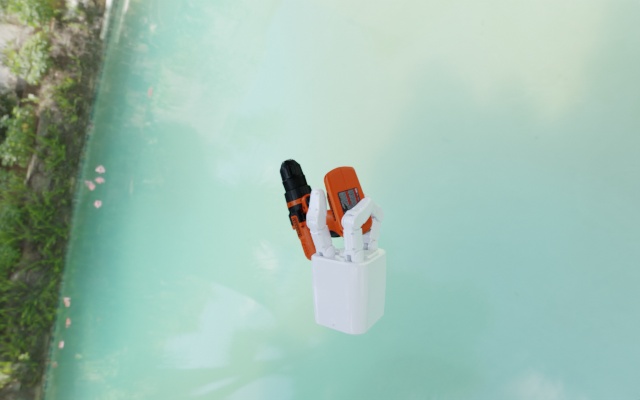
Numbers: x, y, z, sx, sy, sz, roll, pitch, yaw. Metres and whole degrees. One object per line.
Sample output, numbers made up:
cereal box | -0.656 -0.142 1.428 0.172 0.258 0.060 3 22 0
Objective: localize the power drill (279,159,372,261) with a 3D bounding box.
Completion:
power drill | 0.000 0.003 0.775 0.057 0.184 0.188 -19 -2 -26
